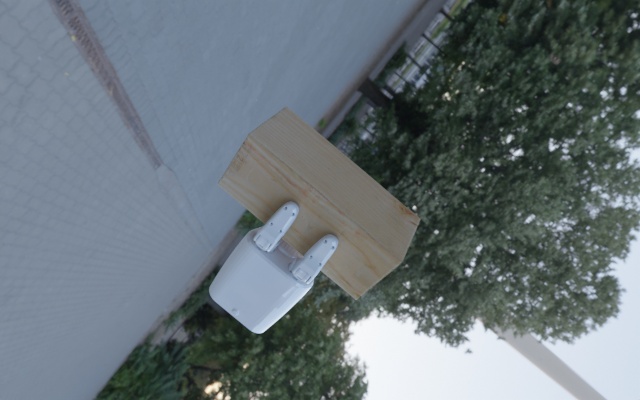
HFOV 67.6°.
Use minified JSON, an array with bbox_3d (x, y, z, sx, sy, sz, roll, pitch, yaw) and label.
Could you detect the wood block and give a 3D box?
[{"bbox_3d":[0.000,0.002,0.550,0.090,0.206,0.090,-49,2,38],"label":"wood block"}]
